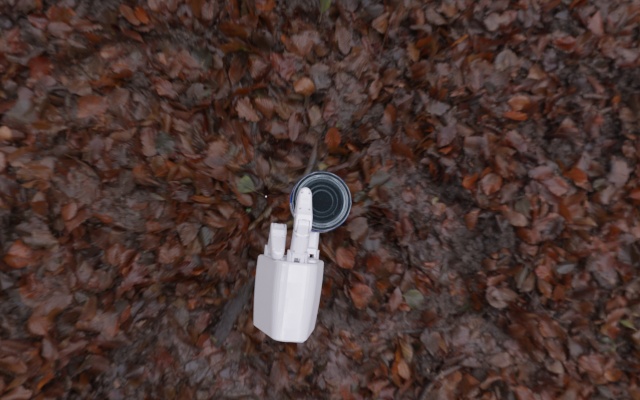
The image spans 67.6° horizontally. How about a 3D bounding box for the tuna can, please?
[{"bbox_3d":[0.000,0.002,0.672,0.086,0.086,0.034,0,-5,-7],"label":"tuna can"}]
